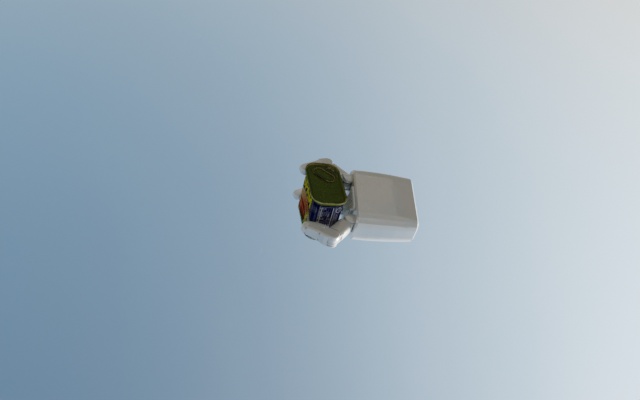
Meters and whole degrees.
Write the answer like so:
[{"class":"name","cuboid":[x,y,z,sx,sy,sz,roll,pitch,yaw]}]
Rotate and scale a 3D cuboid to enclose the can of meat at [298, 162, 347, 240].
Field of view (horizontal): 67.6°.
[{"class":"can of meat","cuboid":[0.000,0.003,0.772,0.057,0.084,0.102,3,41,-15]}]
